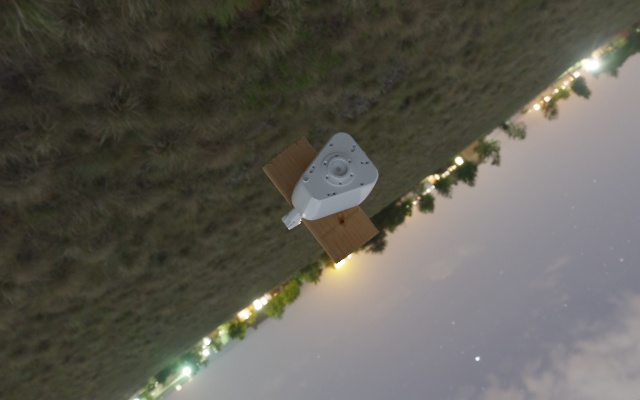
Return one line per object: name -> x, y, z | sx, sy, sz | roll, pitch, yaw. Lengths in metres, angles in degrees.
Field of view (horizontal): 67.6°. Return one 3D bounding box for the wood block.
wood block -> 0.000, 0.003, 0.831 | 0.091, 0.206, 0.090 | -37, -6, -3
